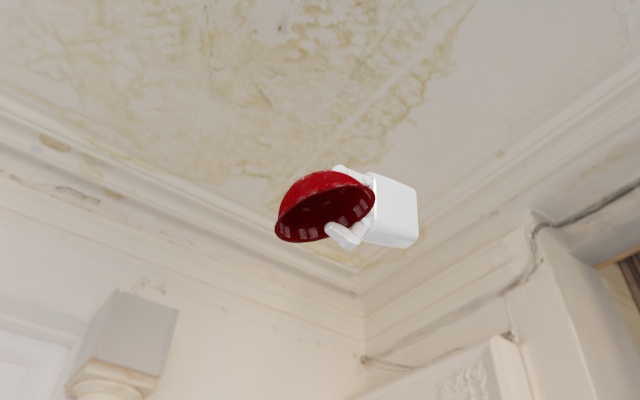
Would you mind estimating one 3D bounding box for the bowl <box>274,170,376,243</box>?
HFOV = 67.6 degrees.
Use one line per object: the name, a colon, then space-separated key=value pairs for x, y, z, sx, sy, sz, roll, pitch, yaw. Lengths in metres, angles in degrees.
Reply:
bowl: x=-0.001 y=0.002 z=0.728 sx=0.162 sy=0.055 sz=0.162 roll=-17 pitch=-27 yaw=-9
